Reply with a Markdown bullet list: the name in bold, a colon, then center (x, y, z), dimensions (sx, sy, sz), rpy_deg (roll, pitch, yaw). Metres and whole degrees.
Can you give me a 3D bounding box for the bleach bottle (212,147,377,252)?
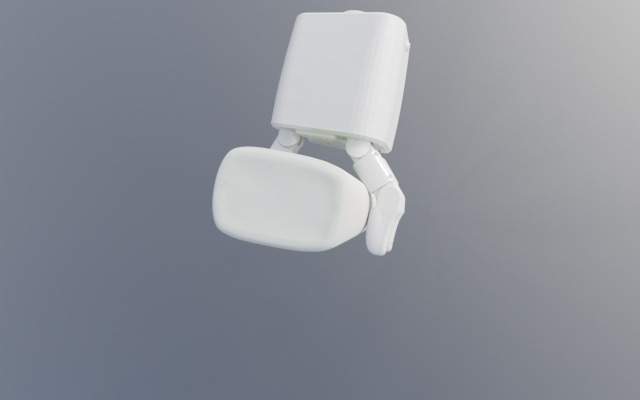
- **bleach bottle**: center (0.000, 0.002, 0.449), dimensions (0.102, 0.068, 0.251), rpy_deg (11, 2, 13)
